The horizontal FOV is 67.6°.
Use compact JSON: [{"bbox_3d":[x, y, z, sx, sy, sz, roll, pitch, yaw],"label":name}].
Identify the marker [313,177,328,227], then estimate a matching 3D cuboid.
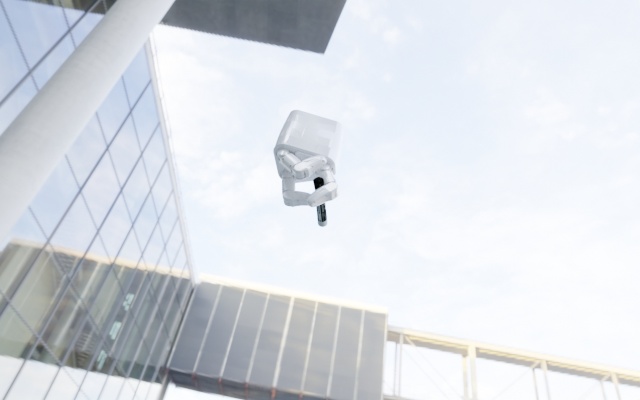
[{"bbox_3d":[0.000,0.003,0.843,0.020,0.020,0.121,0,-41,5],"label":"marker"}]
